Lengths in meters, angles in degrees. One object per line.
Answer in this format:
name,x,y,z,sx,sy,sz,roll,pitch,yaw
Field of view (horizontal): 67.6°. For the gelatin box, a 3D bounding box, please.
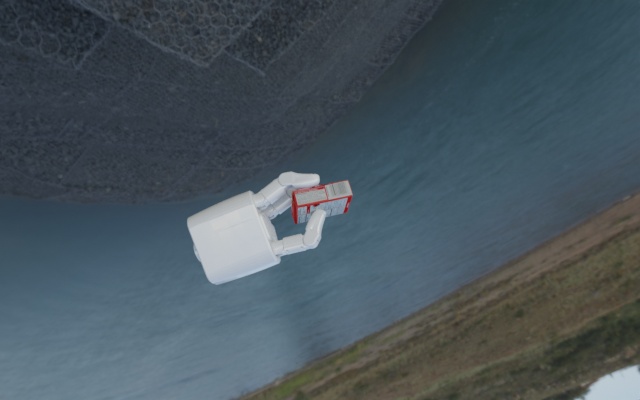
gelatin box,0.001,0.003,0.731,0.089,0.030,0.073,-12,-21,-8
